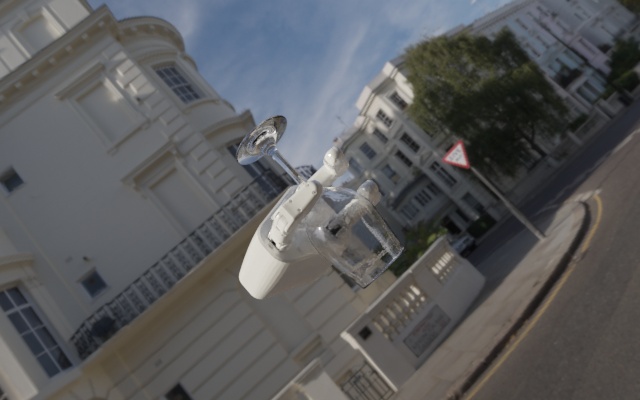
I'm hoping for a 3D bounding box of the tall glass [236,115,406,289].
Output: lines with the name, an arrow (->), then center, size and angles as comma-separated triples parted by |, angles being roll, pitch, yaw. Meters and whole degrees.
tall glass -> 0.000, 0.001, 0.519 | 0.079, 0.201, 0.079 | -41, -13, -12
